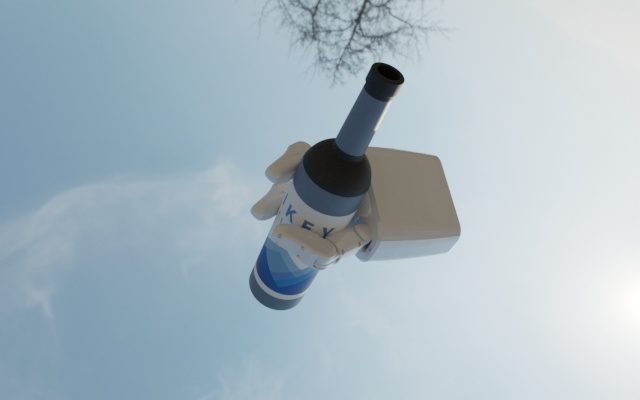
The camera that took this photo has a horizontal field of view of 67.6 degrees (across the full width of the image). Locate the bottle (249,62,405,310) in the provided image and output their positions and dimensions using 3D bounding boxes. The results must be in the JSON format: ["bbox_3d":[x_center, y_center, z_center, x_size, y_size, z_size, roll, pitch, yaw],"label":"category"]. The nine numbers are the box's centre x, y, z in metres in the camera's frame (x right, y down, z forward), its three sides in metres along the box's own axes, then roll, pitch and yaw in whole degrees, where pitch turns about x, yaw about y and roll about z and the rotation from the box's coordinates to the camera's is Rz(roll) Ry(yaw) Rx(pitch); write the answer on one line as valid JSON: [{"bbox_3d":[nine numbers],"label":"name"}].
[{"bbox_3d":[0.000,0.002,0.453,0.069,0.069,0.296,0,-41,-27],"label":"bottle"}]
